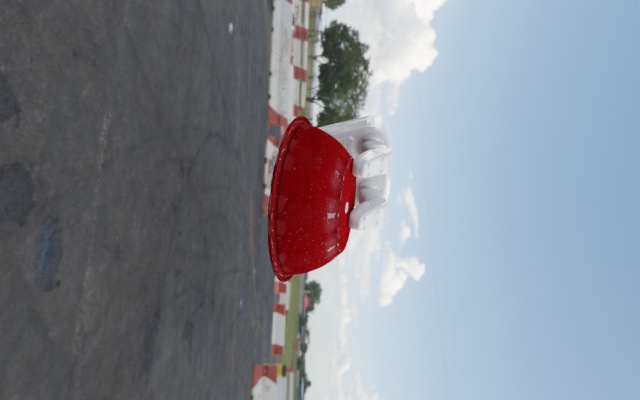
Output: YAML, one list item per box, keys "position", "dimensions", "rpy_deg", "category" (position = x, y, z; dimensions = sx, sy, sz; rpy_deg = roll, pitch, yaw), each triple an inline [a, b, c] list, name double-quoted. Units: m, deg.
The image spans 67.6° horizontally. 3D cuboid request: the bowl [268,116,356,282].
- position: [0.000, 0.002, 0.460]
  dimensions: [0.055, 0.162, 0.162]
  rpy_deg: [7, 1, 12]
  category: "bowl"
